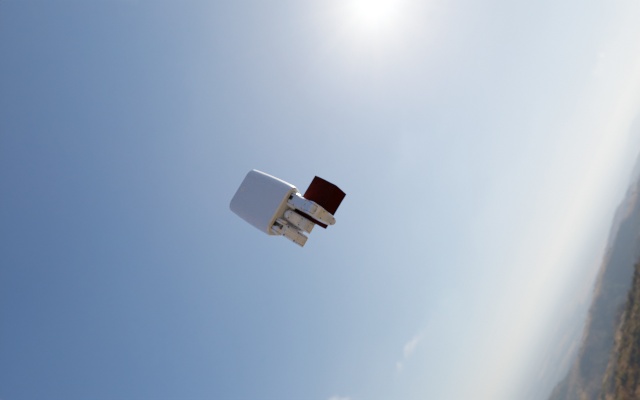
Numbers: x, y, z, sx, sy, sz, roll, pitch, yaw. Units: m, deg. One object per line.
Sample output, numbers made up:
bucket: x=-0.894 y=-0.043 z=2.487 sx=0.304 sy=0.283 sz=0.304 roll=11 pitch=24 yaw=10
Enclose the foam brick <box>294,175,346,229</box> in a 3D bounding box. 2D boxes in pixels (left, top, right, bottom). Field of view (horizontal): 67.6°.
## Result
foam brick: x=0.000 y=0.003 z=0.881 sx=0.051 sy=0.078 sz=0.053 roll=28 pitch=-7 yaw=31
